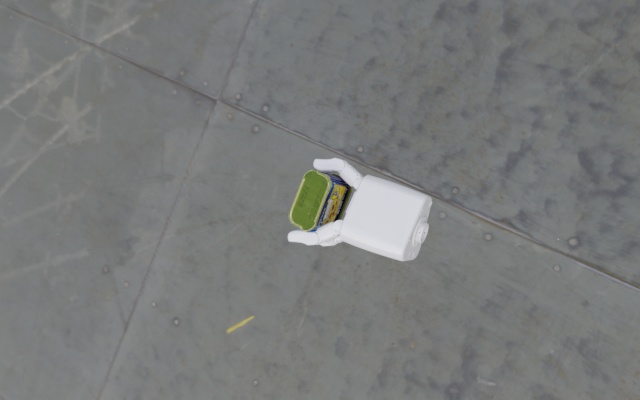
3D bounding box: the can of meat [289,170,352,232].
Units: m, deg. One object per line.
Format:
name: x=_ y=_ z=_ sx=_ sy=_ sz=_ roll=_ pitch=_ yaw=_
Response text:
can of meat: x=0.000 y=0.002 z=0.786 sx=0.057 sy=0.102 sz=0.084 roll=24 pitch=7 yaw=25
